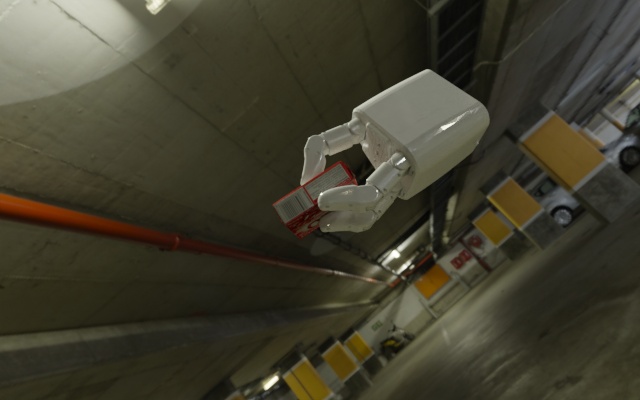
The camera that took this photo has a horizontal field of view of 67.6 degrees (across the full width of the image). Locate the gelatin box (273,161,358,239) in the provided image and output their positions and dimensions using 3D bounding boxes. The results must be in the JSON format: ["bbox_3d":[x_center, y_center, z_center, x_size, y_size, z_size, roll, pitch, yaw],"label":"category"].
[{"bbox_3d":[0.000,0.002,0.522,0.089,0.030,0.073,-33,-19,1],"label":"gelatin box"}]
